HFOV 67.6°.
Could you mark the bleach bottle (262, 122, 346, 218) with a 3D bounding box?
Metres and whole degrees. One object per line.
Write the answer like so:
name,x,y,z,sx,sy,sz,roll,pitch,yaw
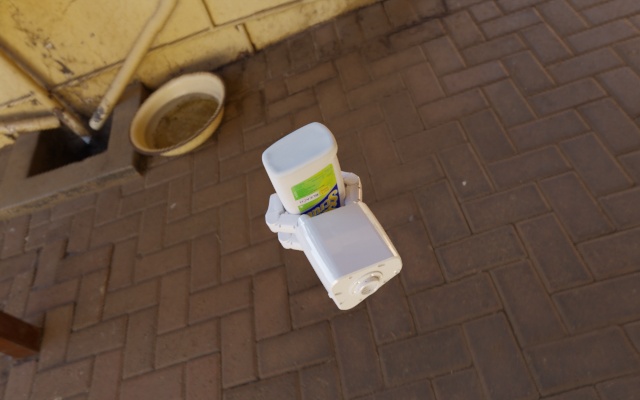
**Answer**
bleach bottle,0.000,0.002,0.722,0.102,0.068,0.251,-30,-38,-4
